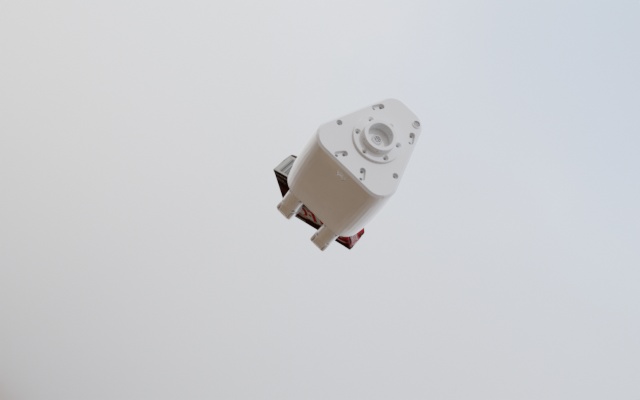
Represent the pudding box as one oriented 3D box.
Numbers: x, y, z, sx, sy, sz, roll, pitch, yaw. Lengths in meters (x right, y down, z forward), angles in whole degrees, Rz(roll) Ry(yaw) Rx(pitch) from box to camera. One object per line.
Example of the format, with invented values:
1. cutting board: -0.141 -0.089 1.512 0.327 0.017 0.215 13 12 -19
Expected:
1. pudding box: 0.000 0.002 0.600 0.113 0.039 0.090 32 -27 29
